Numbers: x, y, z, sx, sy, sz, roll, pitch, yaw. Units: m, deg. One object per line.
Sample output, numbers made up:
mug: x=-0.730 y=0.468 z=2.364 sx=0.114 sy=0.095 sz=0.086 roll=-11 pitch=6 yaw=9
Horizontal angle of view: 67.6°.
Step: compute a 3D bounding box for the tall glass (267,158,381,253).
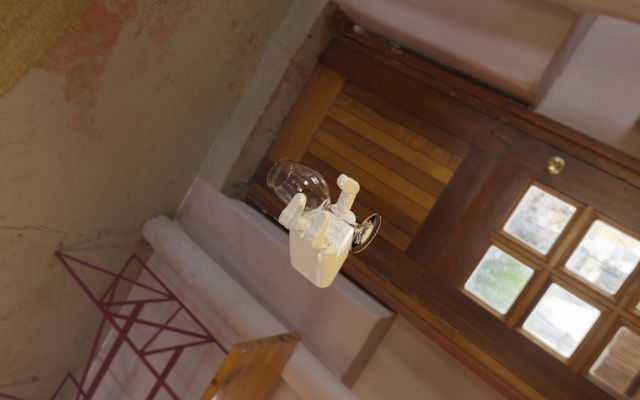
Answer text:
tall glass: x=0.001 y=0.003 z=0.801 sx=0.201 sy=0.079 sz=0.079 roll=35 pitch=18 yaw=27
